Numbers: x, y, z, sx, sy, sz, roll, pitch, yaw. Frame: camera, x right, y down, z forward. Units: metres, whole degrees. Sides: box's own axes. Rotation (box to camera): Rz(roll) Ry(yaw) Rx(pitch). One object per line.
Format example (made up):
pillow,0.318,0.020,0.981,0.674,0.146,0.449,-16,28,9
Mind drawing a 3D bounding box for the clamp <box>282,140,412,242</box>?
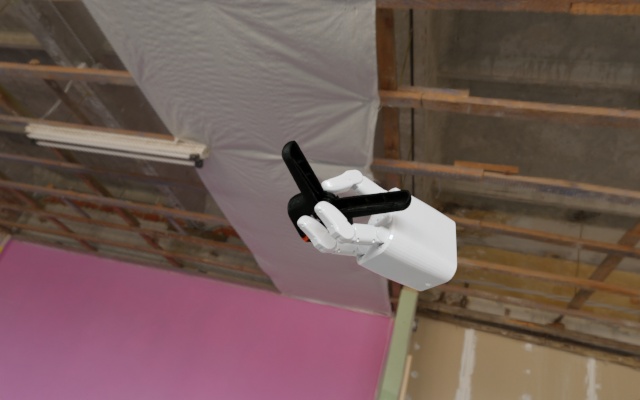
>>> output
clamp,0.000,0.002,0.635,0.164,0.036,0.210,27,-30,-11
